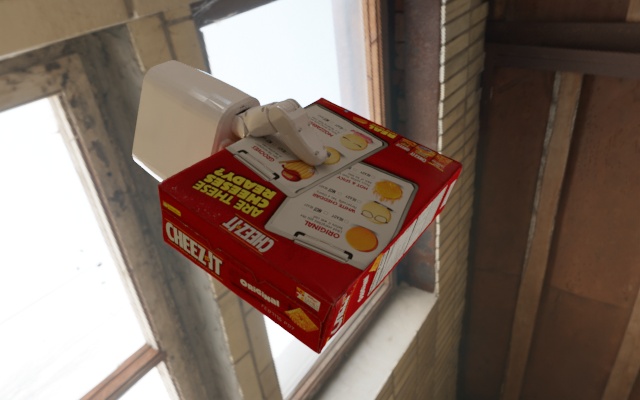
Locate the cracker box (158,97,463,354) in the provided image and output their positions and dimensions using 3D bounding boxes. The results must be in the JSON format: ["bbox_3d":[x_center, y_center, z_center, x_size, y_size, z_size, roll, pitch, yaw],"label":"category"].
[{"bbox_3d":[0.000,0.001,0.414,0.164,0.072,0.213,30,44,21],"label":"cracker box"}]
